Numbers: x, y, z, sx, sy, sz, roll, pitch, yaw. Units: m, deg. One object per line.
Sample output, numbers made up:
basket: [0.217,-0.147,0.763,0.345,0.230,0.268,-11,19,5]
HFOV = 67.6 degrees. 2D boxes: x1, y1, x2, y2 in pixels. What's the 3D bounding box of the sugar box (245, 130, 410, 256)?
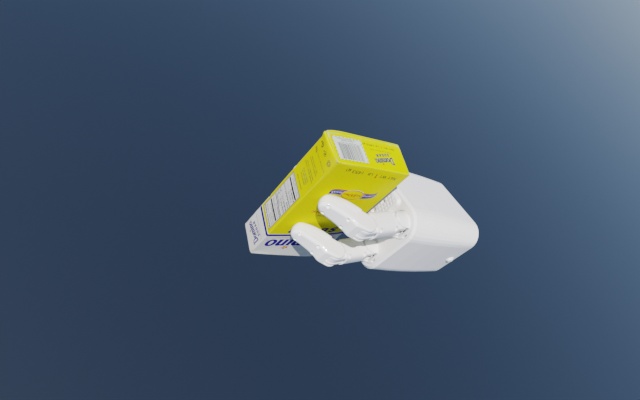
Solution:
sugar box: [0.000,0.002,0.505,0.093,0.048,0.176,7,-39,-34]
